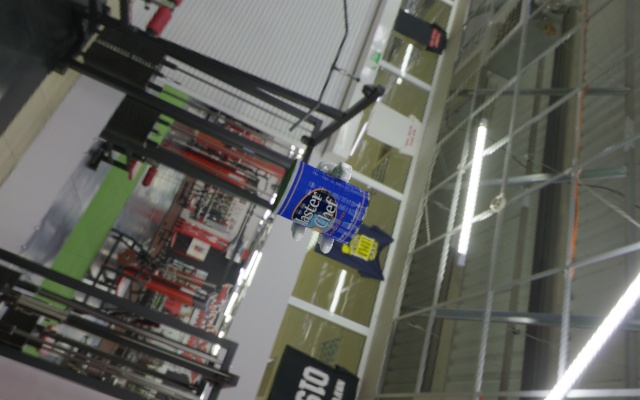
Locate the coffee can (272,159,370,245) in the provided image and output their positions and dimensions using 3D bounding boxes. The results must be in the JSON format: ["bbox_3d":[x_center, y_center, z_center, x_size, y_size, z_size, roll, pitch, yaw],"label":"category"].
[{"bbox_3d":[0.000,0.003,0.826,0.140,0.103,0.103,25,-5,-10],"label":"coffee can"}]
